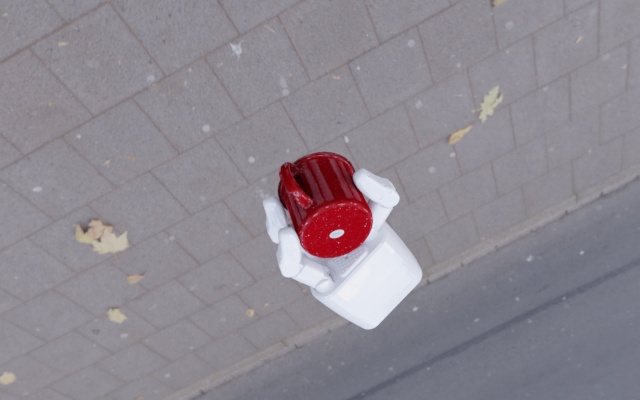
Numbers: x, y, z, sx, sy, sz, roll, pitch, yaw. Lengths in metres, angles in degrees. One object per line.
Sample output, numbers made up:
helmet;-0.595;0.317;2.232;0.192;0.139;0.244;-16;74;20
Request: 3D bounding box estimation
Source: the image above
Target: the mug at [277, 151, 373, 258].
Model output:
mug;-0.001;0.001;0.508;0.093;0.081;0.117;-38;-49;13
